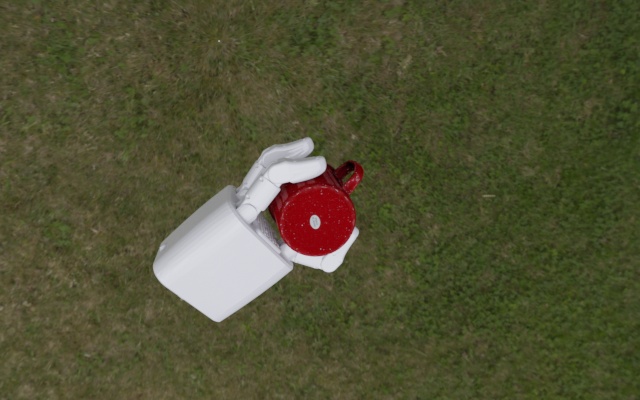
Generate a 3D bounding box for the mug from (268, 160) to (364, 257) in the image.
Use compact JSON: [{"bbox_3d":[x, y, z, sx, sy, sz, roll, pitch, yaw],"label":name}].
[{"bbox_3d":[0.001,0.001,0.517,0.117,0.093,0.081,-39,21,4],"label":"mug"}]
